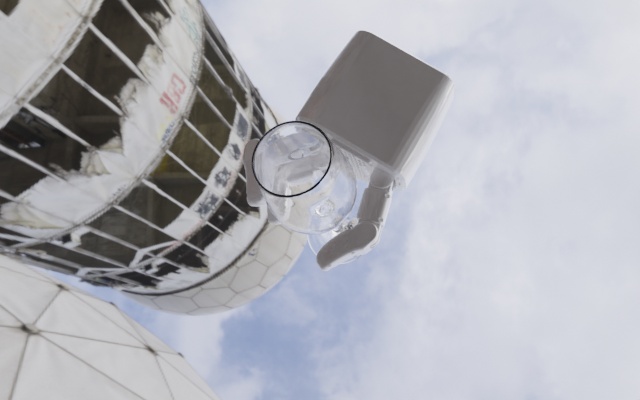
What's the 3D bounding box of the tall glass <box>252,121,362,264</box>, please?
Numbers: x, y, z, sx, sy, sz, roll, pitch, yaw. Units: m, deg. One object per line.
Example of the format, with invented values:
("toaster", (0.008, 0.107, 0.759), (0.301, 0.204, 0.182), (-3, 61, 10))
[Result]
("tall glass", (0.000, 0.002, 0.439), (0.079, 0.079, 0.201), (0, -19, 13))
